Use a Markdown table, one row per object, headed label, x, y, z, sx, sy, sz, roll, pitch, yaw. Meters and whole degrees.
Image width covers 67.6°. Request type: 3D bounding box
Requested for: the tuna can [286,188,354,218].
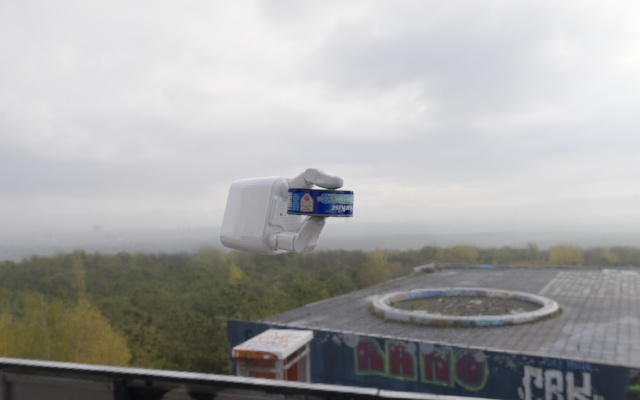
| label | x | y | z | sx | sy | sz | roll | pitch | yaw |
| --- | --- | --- | --- | --- | --- | --- | --- | --- | --- |
| tuna can | 0.000 | 0.001 | 0.609 | 0.086 | 0.034 | 0.086 | 3 | 1 | 0 |
